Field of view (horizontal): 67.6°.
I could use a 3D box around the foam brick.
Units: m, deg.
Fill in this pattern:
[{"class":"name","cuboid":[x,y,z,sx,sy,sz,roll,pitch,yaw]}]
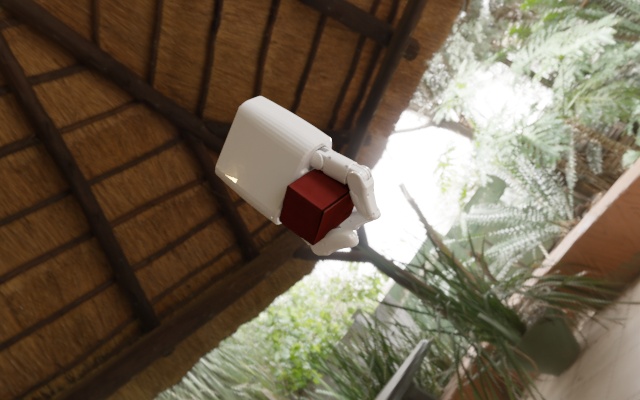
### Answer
[{"class":"foam brick","cuboid":[0.000,0.002,0.527,0.051,0.053,0.078,34,41,19]}]
